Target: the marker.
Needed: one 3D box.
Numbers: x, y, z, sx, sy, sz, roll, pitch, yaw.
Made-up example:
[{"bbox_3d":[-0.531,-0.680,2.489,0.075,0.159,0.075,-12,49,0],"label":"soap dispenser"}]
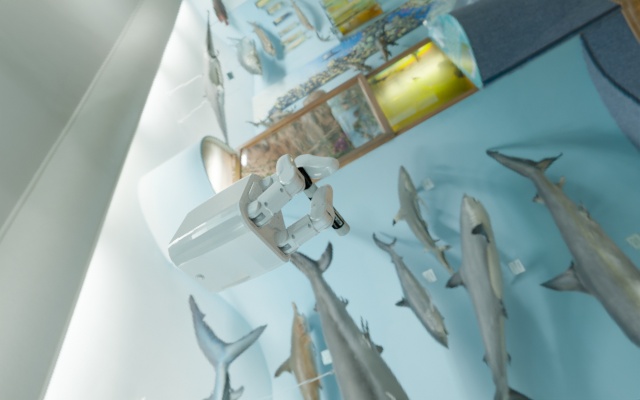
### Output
[{"bbox_3d":[0.000,0.002,0.585,0.020,0.020,0.121,0,-38,40],"label":"marker"}]
